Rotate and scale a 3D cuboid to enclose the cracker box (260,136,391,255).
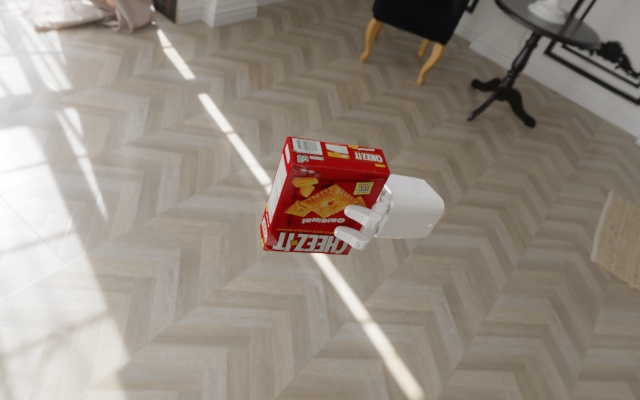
[{"bbox_3d":[0.000,0.002,0.807,0.164,0.072,0.214,6,-45,-18],"label":"cracker box"}]
